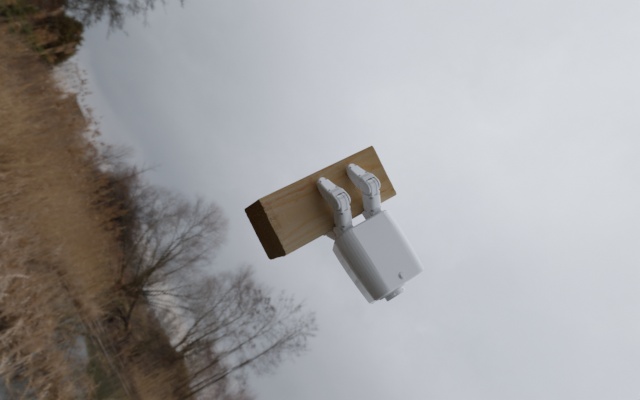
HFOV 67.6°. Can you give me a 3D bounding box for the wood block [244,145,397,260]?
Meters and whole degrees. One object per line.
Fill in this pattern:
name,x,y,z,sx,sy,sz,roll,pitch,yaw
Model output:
wood block,0.000,0.003,0.740,0.206,0.090,0.091,-27,0,-25
